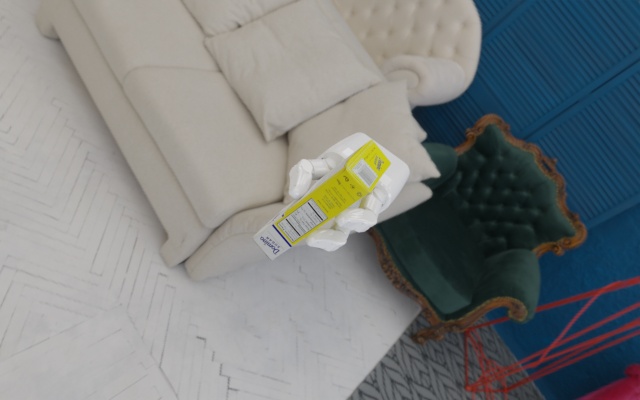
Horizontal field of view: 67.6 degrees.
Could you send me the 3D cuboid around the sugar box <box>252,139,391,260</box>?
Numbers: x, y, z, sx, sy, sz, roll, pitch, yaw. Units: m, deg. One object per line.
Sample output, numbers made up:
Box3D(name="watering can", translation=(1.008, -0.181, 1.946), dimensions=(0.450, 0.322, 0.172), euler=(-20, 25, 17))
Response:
Box3D(name="sugar box", translation=(0.001, 0.002, 0.595), dimensions=(0.176, 0.048, 0.093), euler=(-39, 4, 35))
